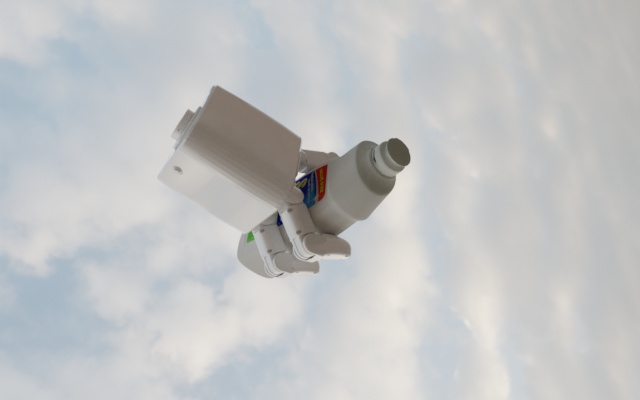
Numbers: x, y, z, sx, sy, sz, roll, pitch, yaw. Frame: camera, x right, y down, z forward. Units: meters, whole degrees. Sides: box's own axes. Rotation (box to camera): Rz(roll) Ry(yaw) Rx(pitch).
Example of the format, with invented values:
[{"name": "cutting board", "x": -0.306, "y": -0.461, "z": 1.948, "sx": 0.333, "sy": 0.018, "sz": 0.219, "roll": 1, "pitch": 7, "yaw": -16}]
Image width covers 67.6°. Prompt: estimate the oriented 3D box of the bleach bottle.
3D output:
[{"name": "bleach bottle", "x": 0.000, "y": 0.002, "z": 0.509, "sx": 0.068, "sy": 0.102, "sz": 0.251, "roll": 33, "pitch": -40, "yaw": -19}]
